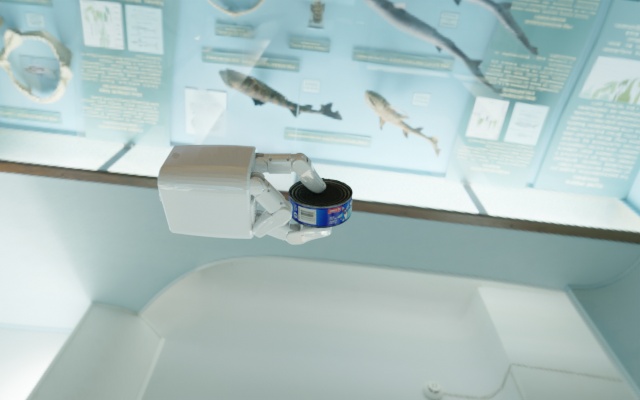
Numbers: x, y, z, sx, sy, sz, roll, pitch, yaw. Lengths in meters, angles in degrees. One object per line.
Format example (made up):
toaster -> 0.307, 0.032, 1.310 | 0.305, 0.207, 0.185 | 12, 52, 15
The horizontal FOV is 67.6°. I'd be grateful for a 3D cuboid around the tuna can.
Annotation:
tuna can -> 0.000, 0.003, 0.639 | 0.086, 0.034, 0.086 | 0, 28, 0
